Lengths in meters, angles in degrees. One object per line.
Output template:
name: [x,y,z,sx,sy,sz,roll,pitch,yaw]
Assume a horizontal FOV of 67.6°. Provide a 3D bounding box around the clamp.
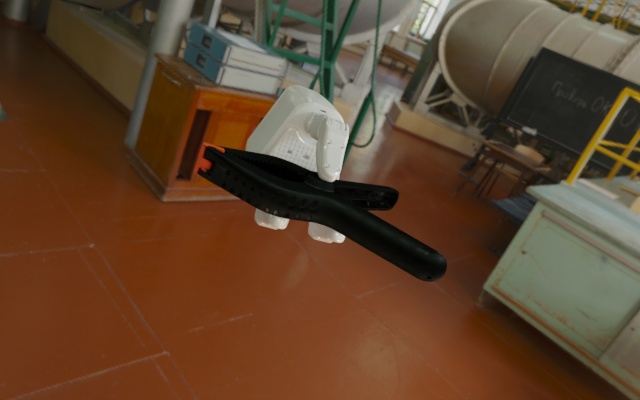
clamp: [0.000,0.000,0.403,0.210,0.036,0.164,16,18,-19]
